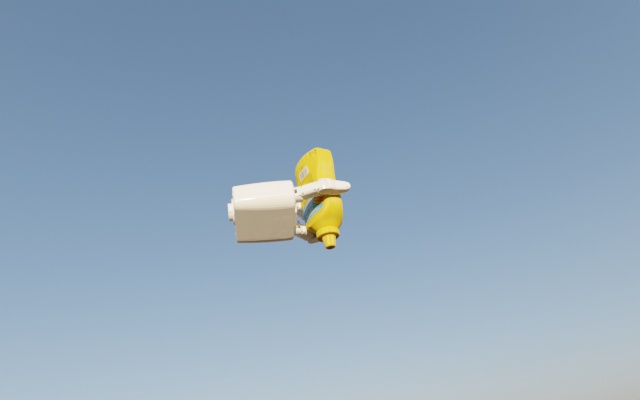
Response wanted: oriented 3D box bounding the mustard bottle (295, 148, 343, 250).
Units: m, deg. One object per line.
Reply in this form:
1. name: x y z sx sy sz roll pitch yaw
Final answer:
1. mustard bottle: 0.000 0.003 0.888 0.058 0.191 0.096 10 -38 -31
